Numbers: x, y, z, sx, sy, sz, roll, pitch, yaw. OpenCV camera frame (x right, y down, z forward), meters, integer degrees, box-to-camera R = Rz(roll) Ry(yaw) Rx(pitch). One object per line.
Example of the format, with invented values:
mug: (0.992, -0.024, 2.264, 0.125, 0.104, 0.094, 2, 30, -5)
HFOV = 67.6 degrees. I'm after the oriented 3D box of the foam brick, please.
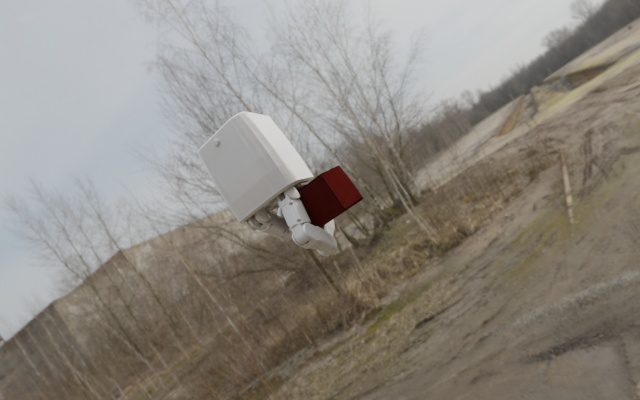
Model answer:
foam brick: (0.000, 0.002, 0.579, 0.078, 0.051, 0.053, -35, -4, 32)
